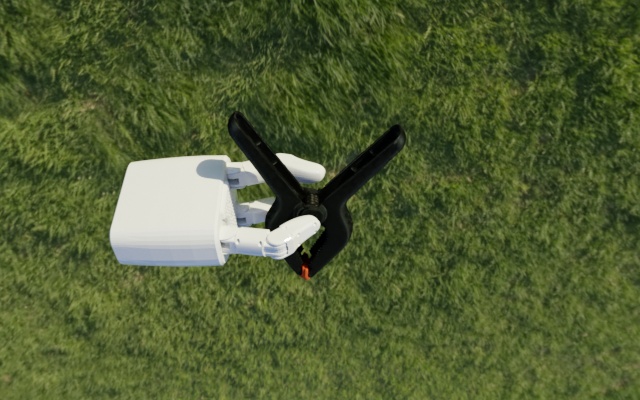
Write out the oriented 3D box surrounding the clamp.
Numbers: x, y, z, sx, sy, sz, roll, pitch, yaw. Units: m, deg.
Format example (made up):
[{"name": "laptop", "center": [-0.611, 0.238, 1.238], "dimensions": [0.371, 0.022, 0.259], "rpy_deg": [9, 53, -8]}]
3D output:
[{"name": "clamp", "center": [0.000, 0.003, 0.495], "dimensions": [0.164, 0.210, 0.036], "rpy_deg": [0, 39, 3]}]
